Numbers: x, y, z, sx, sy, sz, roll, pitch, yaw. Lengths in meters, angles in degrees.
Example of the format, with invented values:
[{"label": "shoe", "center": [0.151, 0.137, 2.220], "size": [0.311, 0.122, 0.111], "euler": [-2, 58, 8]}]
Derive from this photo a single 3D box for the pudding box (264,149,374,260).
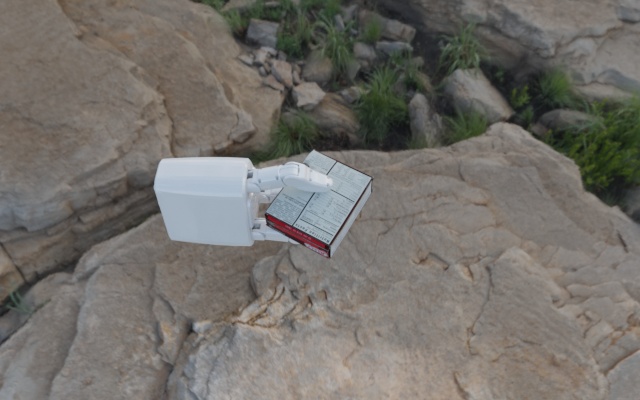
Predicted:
[{"label": "pudding box", "center": [0.000, 0.002, 0.574], "size": [0.090, 0.113, 0.039], "euler": [27, -26, 14]}]
